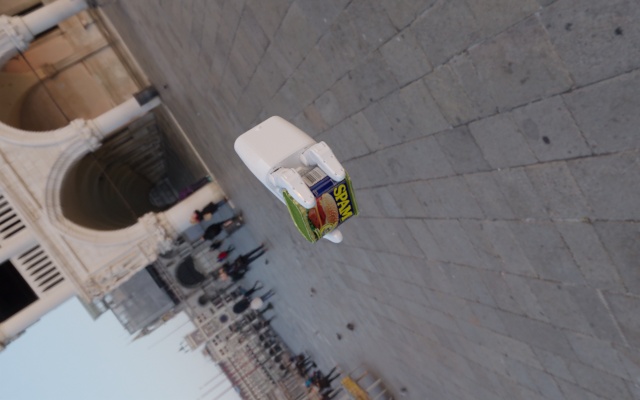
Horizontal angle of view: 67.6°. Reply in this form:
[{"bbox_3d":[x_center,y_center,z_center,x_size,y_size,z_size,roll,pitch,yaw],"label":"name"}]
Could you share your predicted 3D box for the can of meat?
[{"bbox_3d":[0.000,0.002,0.677,0.084,0.102,0.057,-34,49,-14],"label":"can of meat"}]
